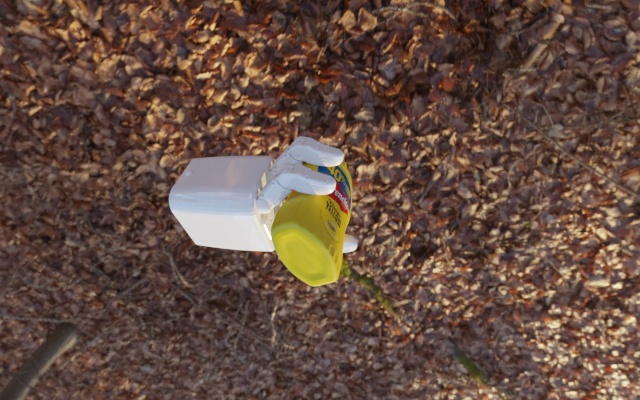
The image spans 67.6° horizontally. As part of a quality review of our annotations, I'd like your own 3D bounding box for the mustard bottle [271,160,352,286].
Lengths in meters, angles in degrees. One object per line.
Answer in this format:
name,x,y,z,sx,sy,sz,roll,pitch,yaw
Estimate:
mustard bottle,0.000,0.002,0.570,0.058,0.096,0.191,-20,31,26
